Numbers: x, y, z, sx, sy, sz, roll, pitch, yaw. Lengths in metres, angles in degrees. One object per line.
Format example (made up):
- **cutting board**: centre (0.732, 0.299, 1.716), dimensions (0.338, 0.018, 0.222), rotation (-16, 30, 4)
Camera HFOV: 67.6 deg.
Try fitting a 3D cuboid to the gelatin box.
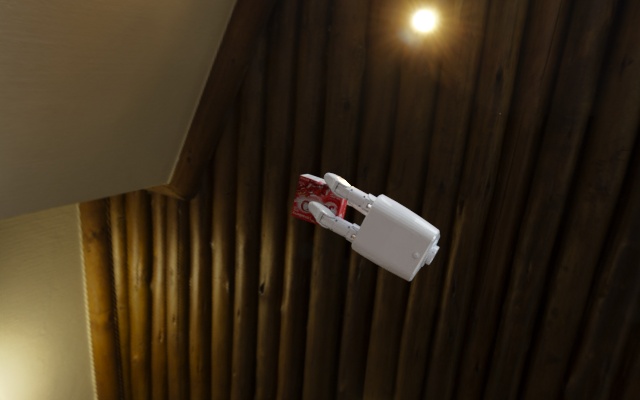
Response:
- **gelatin box**: centre (0.000, 0.002, 0.806), dimensions (0.089, 0.073, 0.030), rotation (19, 14, 25)
